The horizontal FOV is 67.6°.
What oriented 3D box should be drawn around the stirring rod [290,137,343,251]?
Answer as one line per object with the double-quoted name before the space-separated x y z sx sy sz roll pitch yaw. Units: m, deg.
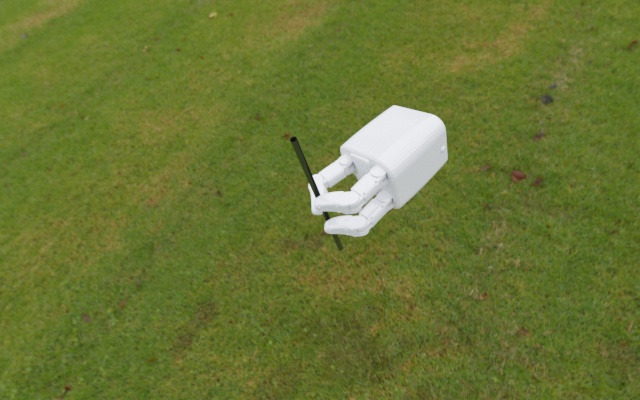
"stirring rod" 0.000 0.002 0.621 0.011 0.011 0.240 0 -35 18
